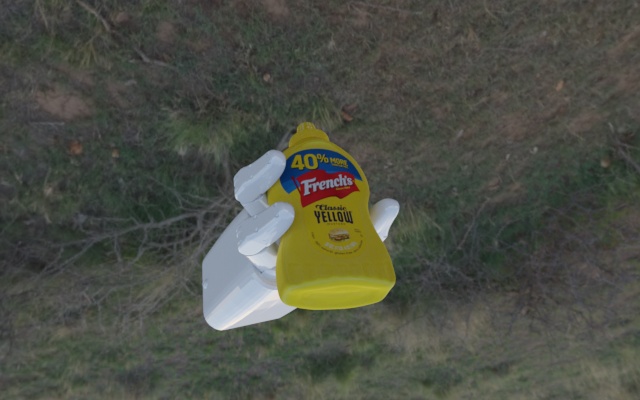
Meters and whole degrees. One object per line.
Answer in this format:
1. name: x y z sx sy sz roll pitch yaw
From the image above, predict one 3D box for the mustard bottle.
1. mustard bottle: 0.000 0.001 0.438 0.096 0.191 0.058 0 -37 -16
